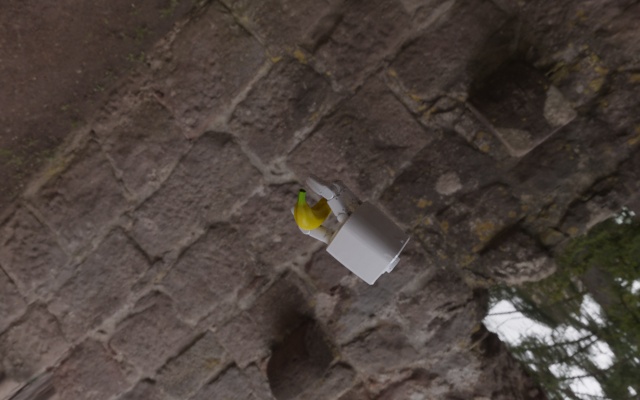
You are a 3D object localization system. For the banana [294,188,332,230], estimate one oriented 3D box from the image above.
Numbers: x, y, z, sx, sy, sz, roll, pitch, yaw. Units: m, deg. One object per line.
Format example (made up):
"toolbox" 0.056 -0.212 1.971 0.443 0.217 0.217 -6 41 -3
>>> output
"banana" -0.009 0.019 0.858 0.037 0.069 0.198 29 6 13
